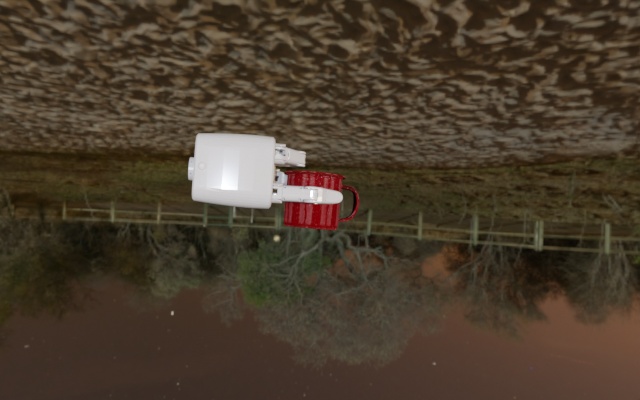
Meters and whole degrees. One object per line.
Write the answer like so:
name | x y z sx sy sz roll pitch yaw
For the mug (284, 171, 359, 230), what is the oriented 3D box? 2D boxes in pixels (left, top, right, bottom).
mug | 0.002 0.003 0.720 0.117 0.081 0.093 5 -3 -10
